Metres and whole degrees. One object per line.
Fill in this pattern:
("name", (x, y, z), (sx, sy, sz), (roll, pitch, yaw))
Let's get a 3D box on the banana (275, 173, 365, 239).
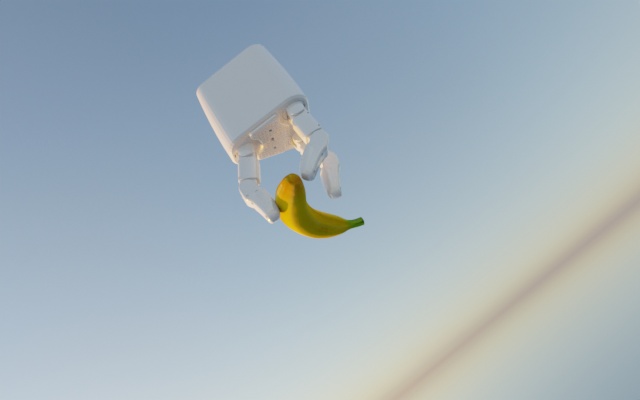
("banana", (-0.013, 0.014, 0.587), (0.069, 0.037, 0.198), (-37, -27, 13))
